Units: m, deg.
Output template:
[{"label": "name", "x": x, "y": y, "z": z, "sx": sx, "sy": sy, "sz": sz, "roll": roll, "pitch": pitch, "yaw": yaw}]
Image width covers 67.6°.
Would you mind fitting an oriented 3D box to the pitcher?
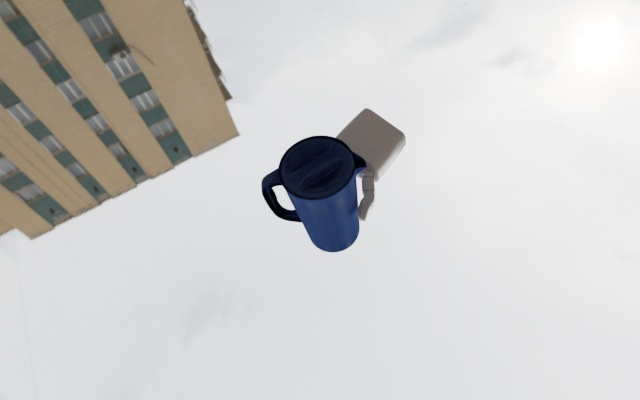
[{"label": "pitcher", "x": 0.000, "y": 0.003, "z": 0.899, "sx": 0.149, "sy": 0.145, "sz": 0.243, "roll": 29, "pitch": -23, "yaw": 25}]
